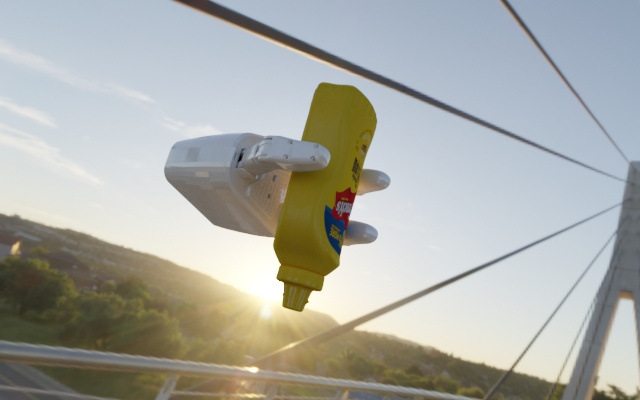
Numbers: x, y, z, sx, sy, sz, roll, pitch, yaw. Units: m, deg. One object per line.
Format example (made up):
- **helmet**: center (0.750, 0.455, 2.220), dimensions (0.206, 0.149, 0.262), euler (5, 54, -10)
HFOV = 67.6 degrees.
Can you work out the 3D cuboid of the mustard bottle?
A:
- **mustard bottle**: center (0.000, 0.001, 0.420), dimensions (0.058, 0.191, 0.096), euler (11, -15, 16)
